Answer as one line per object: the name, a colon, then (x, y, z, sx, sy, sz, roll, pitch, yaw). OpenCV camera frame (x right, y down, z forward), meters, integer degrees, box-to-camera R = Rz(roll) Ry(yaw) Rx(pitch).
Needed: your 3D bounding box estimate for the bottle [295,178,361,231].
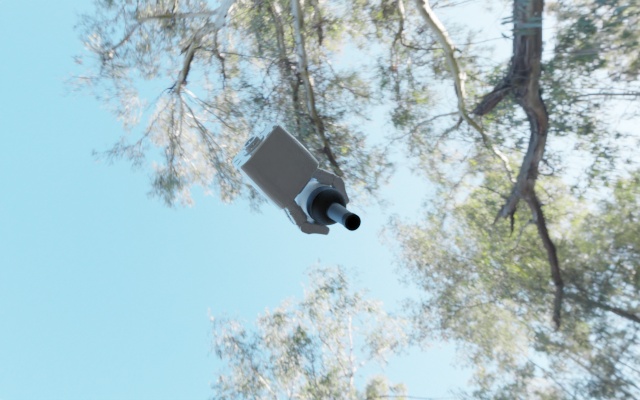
bottle: (0.000, 0.003, 0.862, 0.069, 0.069, 0.295, 0, 12, -20)
